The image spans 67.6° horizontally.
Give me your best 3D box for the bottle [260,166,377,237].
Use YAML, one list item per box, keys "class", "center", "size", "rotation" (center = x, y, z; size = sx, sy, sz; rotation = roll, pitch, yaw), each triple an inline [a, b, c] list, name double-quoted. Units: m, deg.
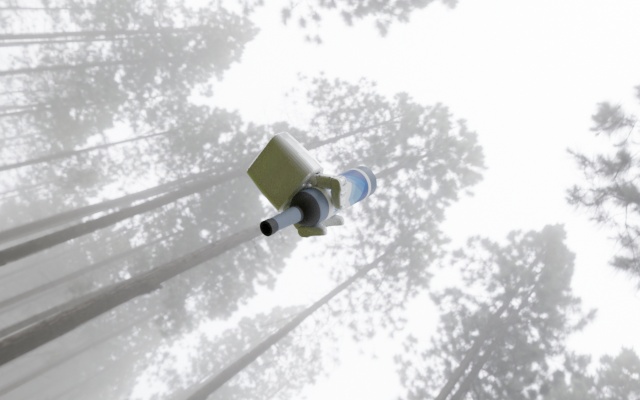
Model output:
- class: "bottle"
  center: [0.000, 0.003, 0.875]
  size: [0.069, 0.069, 0.295]
  rotation: [0, 17, 39]
